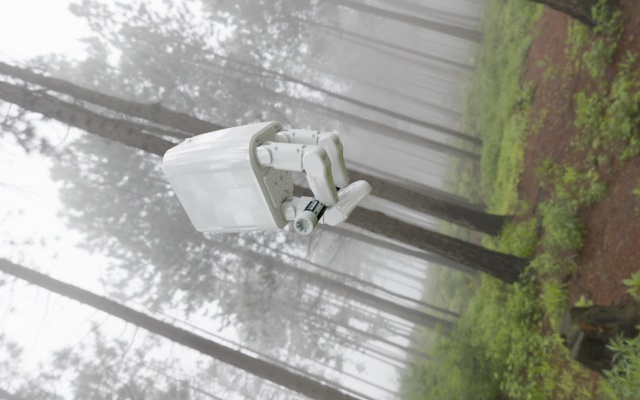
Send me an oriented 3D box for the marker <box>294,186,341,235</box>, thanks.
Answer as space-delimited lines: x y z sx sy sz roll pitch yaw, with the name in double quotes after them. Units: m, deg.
0.000 0.002 0.489 0.020 0.020 0.121 0 21 16 "marker"
